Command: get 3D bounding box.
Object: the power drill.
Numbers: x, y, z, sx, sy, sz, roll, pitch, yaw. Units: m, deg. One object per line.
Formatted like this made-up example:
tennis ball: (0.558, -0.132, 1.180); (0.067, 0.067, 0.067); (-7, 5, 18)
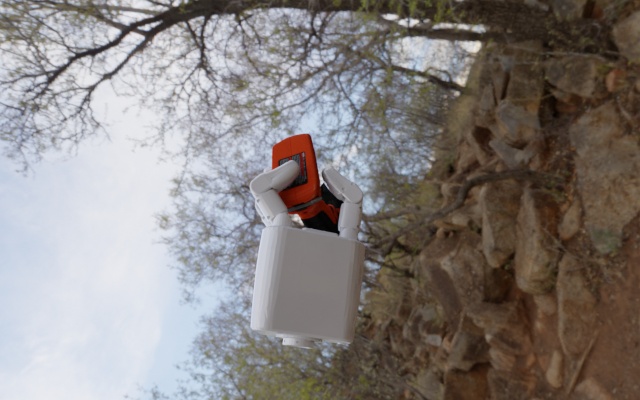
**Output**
power drill: (0.000, 0.002, 0.628); (0.057, 0.184, 0.188); (-20, -42, 12)
